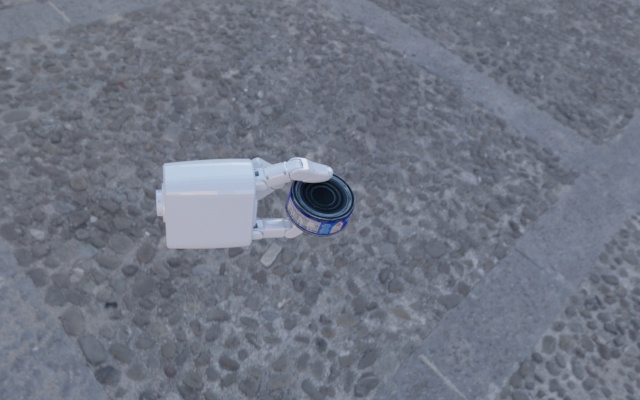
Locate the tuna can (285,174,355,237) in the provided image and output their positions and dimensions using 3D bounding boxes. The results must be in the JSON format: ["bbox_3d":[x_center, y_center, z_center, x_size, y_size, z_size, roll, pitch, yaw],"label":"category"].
[{"bbox_3d":[0.000,0.002,0.610,0.086,0.086,0.034,0,-39,-19],"label":"tuna can"}]
